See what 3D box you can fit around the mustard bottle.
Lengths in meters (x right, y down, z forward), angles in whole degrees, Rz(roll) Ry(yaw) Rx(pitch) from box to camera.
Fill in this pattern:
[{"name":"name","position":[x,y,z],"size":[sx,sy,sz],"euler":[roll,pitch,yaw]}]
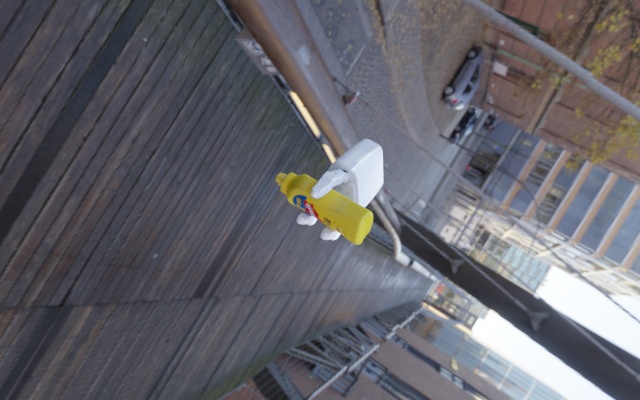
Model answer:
[{"name":"mustard bottle","position":[0.000,0.003,0.852],"size":[0.191,0.058,0.096],"euler":[31,-16,18]}]
